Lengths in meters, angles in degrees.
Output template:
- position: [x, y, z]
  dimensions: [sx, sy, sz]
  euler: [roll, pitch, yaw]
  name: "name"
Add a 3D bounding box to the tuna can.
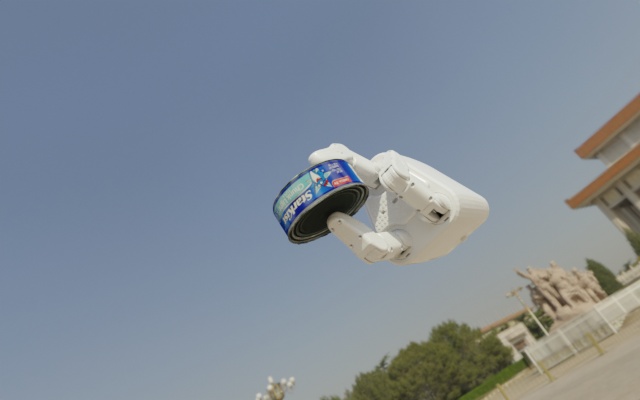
- position: [0.000, 0.001, 0.436]
  dimensions: [0.086, 0.033, 0.086]
  euler: [-29, -22, -13]
  name: "tuna can"
